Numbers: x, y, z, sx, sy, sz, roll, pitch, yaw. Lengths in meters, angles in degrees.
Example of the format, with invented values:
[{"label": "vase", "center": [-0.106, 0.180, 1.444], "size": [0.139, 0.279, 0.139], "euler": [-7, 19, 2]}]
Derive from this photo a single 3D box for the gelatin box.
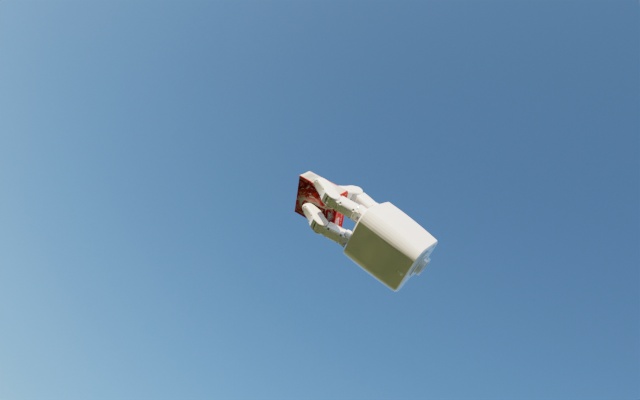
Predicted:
[{"label": "gelatin box", "center": [0.000, 0.002, 0.802], "size": [0.089, 0.073, 0.030], "euler": [29, 35, 30]}]
